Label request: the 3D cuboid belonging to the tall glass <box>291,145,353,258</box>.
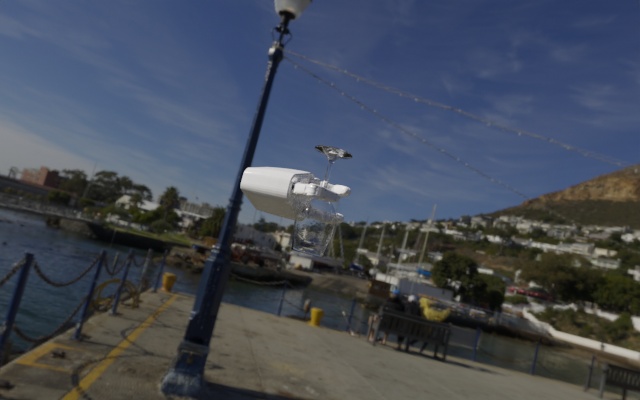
[{"bbox_3d":[0.000,0.002,0.897,0.079,0.201,0.079,14,-7,2],"label":"tall glass"}]
